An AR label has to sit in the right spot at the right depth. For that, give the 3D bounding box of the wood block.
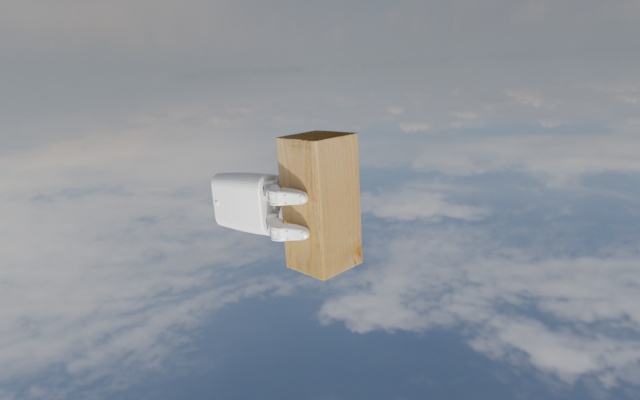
[{"bbox_3d":[0.000,0.002,0.730,0.090,0.206,0.091,12,22,44],"label":"wood block"}]
